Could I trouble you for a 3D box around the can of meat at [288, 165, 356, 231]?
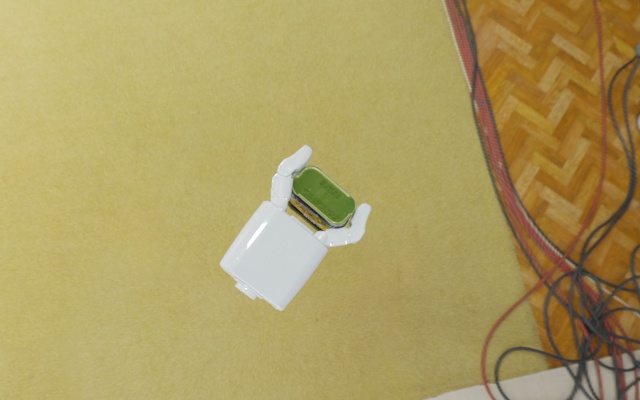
[{"bbox_3d":[0.000,0.002,0.702,0.102,0.057,0.084,40,-15,4],"label":"can of meat"}]
